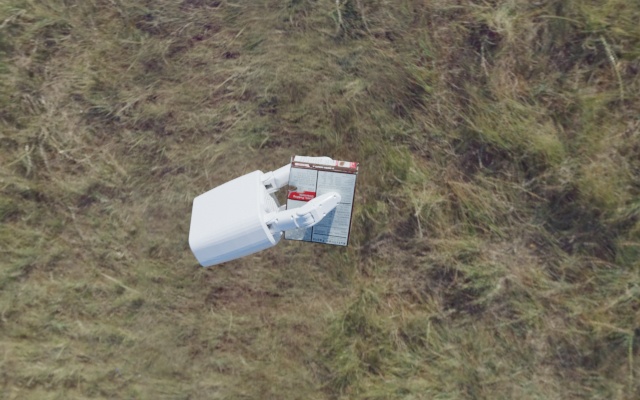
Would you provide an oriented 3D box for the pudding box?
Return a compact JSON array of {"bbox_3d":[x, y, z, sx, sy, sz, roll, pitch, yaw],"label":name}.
[{"bbox_3d":[0.000,0.002,0.634,0.090,0.113,0.039,6,27,1],"label":"pudding box"}]
